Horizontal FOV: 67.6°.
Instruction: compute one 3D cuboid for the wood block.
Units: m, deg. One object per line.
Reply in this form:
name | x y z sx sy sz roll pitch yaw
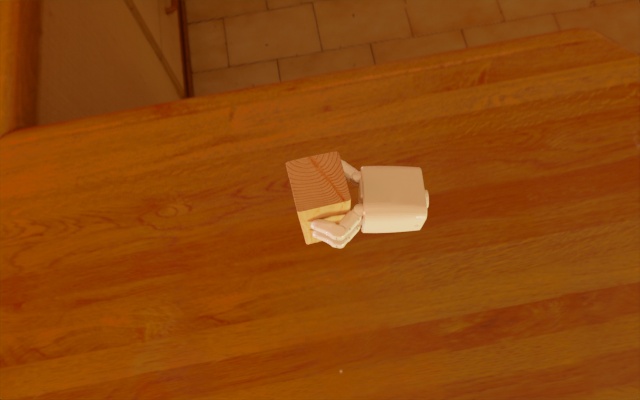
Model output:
wood block | 0.000 0.002 0.854 0.090 0.090 0.206 -13 -20 -2
